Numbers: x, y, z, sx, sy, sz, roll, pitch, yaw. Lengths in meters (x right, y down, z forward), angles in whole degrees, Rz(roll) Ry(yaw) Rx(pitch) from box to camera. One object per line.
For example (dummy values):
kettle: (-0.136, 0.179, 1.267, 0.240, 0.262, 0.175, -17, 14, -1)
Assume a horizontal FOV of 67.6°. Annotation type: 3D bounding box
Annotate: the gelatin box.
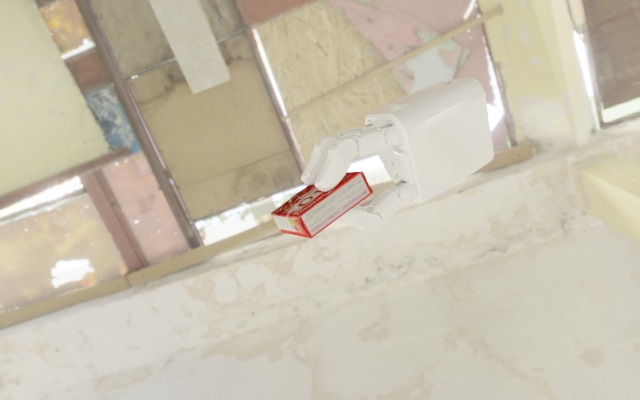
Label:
gelatin box: (0.000, 0.002, 0.508, 0.089, 0.030, 0.073, -36, 18, -22)
